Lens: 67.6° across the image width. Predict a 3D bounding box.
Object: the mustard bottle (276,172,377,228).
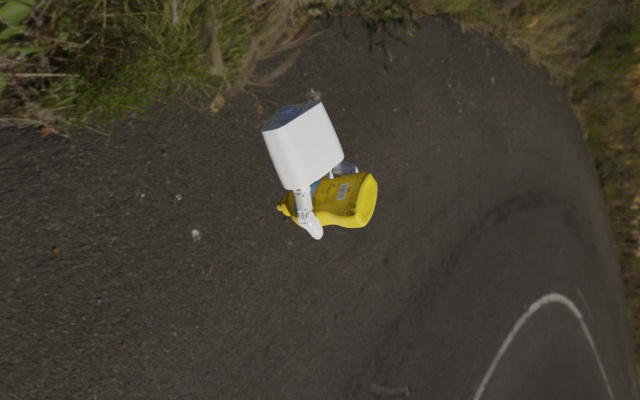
[{"bbox_3d":[0.000,0.003,0.836,0.191,0.096,0.058,-4,-35,35],"label":"mustard bottle"}]
